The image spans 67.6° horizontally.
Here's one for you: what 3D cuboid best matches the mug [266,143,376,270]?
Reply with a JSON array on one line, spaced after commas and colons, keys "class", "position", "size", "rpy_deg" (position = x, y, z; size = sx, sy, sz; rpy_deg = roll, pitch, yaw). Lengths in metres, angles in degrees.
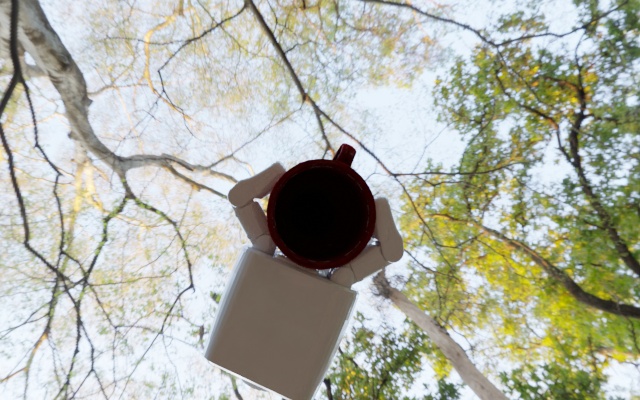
[{"class": "mug", "position": [0.001, 0.000, 0.438], "size": [0.093, 0.117, 0.081], "rpy_deg": [23, -5, -8]}]
